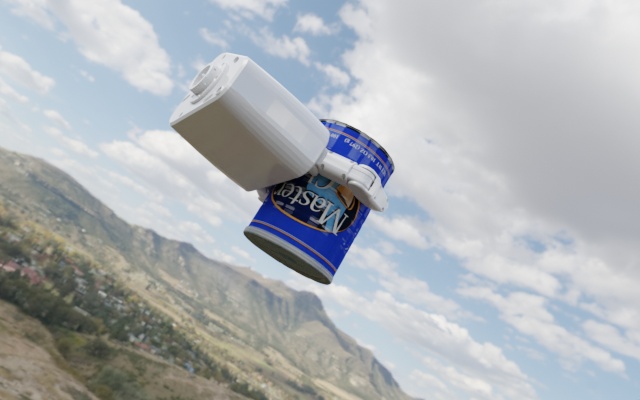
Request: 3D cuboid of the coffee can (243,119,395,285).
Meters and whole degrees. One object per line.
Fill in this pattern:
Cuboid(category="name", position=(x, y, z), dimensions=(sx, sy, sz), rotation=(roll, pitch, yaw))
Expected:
Cuboid(category="coffee can", position=(0.000, 0.002, 0.499), dimensions=(0.103, 0.140, 0.103), rotation=(29, -16, 9))
